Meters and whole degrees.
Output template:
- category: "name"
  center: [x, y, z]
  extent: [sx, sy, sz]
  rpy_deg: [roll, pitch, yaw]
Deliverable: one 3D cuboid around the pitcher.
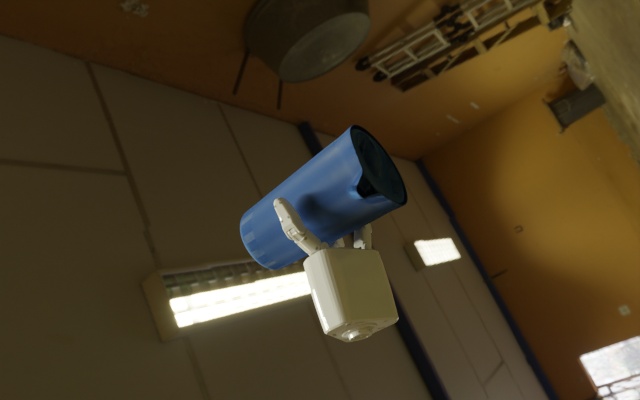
- category: "pitcher"
  center: [0.000, 0.003, 0.724]
  extent: [0.243, 0.145, 0.149]
  rpy_deg: [-33, -32, 25]
